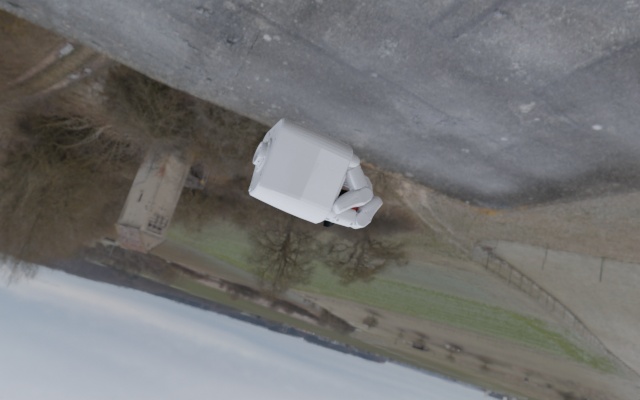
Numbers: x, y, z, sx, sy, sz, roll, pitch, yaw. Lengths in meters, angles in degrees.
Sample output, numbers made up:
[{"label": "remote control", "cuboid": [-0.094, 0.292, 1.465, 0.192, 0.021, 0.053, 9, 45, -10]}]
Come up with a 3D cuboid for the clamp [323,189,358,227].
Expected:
[{"label": "clamp", "cuboid": [0.000, 0.003, 0.755, 0.120, 0.039, 0.171, 22, -18, -19]}]
